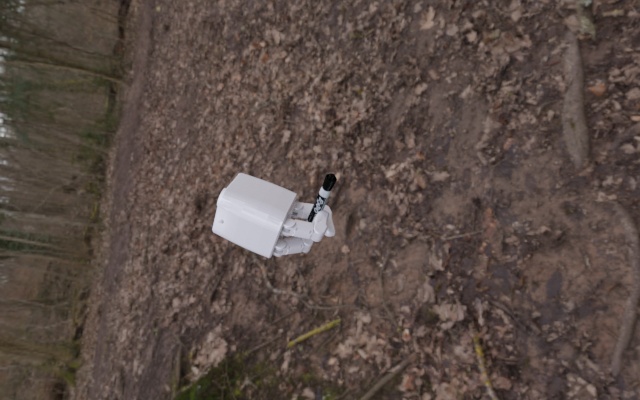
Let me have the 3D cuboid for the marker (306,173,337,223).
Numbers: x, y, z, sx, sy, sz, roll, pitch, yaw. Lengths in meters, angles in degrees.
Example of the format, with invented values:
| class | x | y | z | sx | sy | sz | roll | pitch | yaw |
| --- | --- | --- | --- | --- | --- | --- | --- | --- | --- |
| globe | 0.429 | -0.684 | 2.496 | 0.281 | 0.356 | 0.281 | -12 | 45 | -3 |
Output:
| class | x | y | z | sx | sy | sz | roll | pitch | yaw |
| --- | --- | --- | --- | --- | --- | --- | --- | --- | --- |
| marker | 0.000 | 0.003 | 0.777 | 0.020 | 0.020 | 0.121 | 0 | -44 | -24 |
